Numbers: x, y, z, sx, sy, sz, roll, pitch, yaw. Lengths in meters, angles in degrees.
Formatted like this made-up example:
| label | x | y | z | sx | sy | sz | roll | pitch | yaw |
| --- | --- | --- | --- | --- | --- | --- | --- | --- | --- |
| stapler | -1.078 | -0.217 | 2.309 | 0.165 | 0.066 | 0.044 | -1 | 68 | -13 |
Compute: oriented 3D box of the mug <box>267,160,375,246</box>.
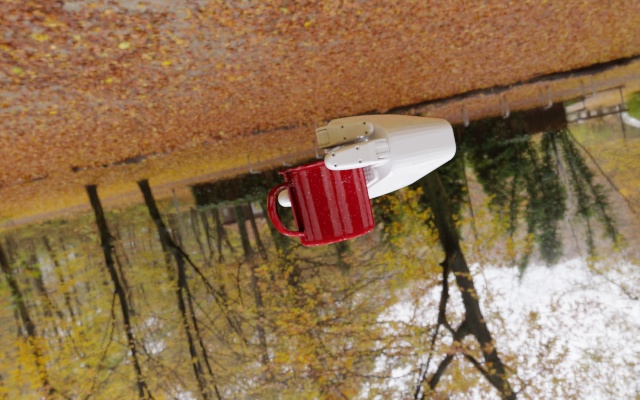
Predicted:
| label | x | y | z | sx | sy | sz | roll | pitch | yaw |
| --- | --- | --- | --- | --- | --- | --- | --- | --- | --- |
| mug | -0.001 | 0.002 | 0.494 | 0.117 | 0.081 | 0.093 | -15 | 4 | -33 |
